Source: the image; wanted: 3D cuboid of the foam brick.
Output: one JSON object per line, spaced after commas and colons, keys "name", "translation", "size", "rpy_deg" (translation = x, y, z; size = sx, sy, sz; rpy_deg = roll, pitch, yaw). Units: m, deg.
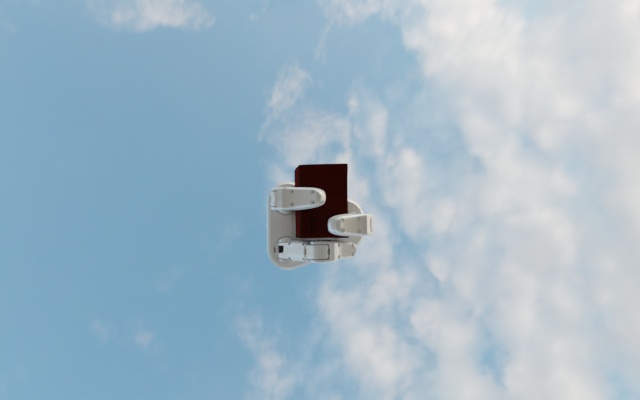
{"name": "foam brick", "translation": [0.000, 0.001, 0.510], "size": [0.053, 0.078, 0.051], "rpy_deg": [0, -2, -8]}
